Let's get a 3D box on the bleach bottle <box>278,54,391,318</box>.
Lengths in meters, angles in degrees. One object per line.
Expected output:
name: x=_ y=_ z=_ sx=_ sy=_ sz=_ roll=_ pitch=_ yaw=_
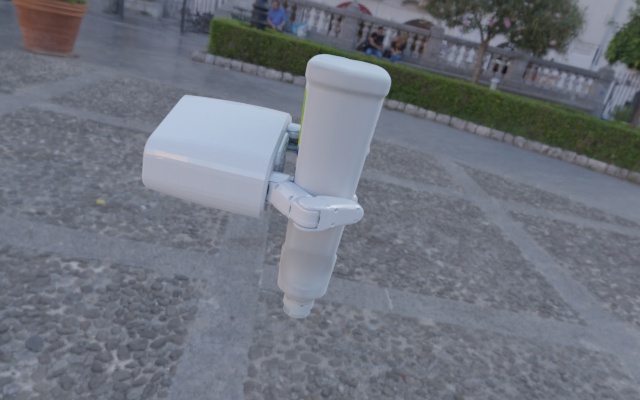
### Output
bleach bottle: x=0.000 y=0.001 z=0.437 sx=0.068 sy=0.251 sz=0.102 roll=12 pitch=21 yaw=0
